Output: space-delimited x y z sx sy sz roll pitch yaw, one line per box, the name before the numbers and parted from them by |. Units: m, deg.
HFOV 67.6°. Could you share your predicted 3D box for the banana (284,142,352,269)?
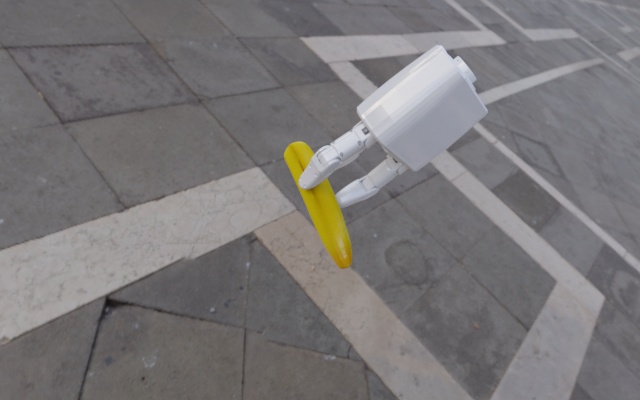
banana | -0.006 -0.011 0.573 0.037 0.197 0.070 -25 -39 -1
